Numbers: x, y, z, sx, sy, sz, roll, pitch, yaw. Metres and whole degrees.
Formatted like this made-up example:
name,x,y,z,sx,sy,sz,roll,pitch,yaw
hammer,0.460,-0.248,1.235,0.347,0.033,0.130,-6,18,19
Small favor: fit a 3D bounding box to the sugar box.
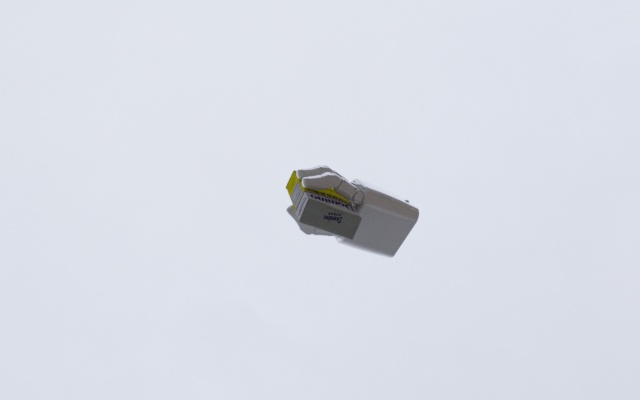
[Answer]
name,x,y,z,sx,sy,sz,roll,pitch,yaw
sugar box,0.000,0.002,0.793,0.093,0.048,0.176,20,11,-17
